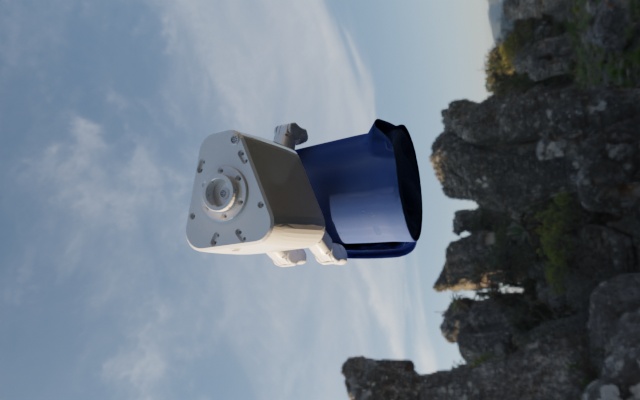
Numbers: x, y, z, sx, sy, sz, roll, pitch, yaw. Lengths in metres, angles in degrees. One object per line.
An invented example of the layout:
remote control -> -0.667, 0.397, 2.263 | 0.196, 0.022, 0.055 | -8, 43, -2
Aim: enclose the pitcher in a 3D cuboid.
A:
pitcher -> 0.000, 0.002, 0.586 | 0.243, 0.149, 0.145 | -7, -8, 22
